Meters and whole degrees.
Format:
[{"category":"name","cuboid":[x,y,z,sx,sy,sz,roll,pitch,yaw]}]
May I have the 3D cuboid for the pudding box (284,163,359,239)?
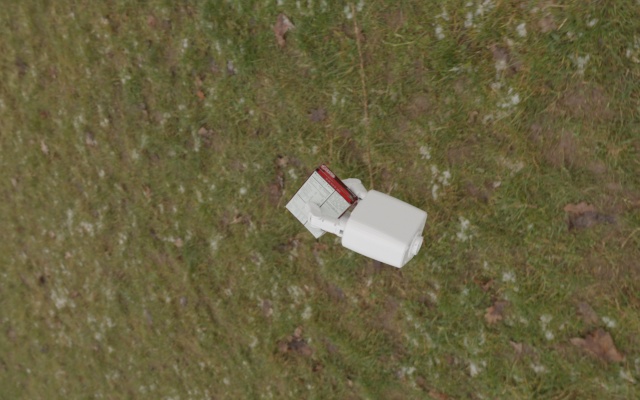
[{"category":"pudding box","cuboid":[0.000,0.003,0.855,0.113,0.090,0.039,-48,-5,35]}]
